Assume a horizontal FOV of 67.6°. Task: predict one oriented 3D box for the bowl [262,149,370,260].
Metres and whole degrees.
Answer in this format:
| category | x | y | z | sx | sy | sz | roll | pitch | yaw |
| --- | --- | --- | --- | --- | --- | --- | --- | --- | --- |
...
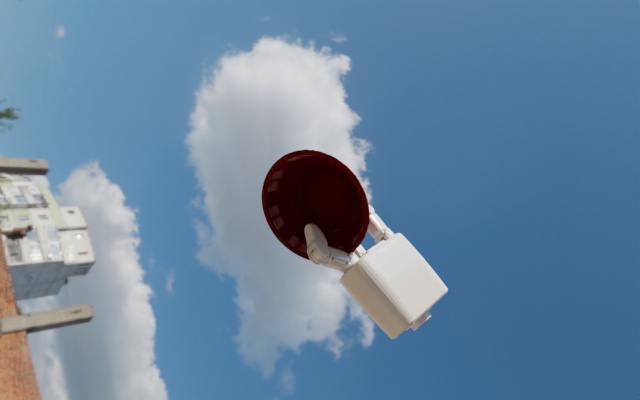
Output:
| category | x | y | z | sx | sy | sz | roll | pitch | yaw |
| --- | --- | --- | --- | --- | --- | --- | --- | --- | --- |
| bowl | 0.000 | 0.001 | 0.668 | 0.162 | 0.162 | 0.055 | 0 | 19 | 26 |
